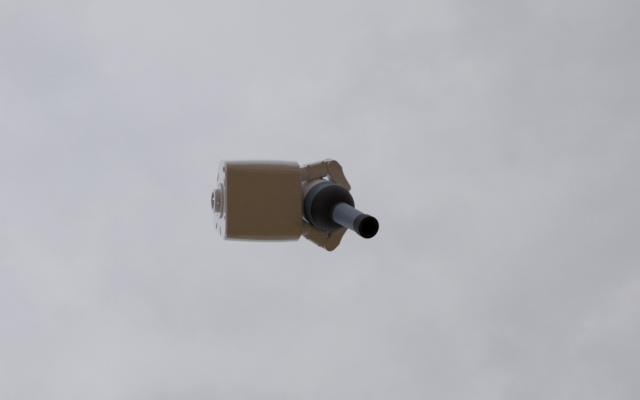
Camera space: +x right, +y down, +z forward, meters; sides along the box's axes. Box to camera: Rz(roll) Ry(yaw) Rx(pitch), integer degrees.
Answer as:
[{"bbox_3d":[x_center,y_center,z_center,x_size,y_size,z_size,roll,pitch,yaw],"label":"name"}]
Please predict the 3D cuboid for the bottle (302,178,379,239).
[{"bbox_3d":[0.000,0.002,0.685,0.069,0.069,0.295,0,12,-23],"label":"bottle"}]
